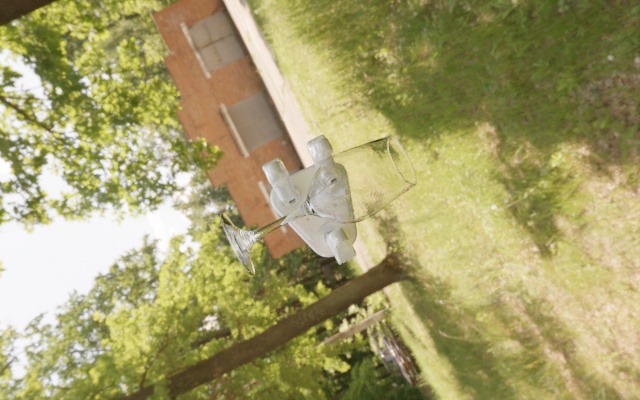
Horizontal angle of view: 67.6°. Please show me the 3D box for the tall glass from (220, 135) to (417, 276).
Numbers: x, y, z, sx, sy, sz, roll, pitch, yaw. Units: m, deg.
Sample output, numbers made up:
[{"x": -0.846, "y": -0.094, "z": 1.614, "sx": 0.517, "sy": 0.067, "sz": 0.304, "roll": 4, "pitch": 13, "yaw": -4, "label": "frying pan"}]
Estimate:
[{"x": 0.000, "y": 0.002, "z": 0.513, "sx": 0.201, "sy": 0.079, "sz": 0.079, "roll": -27, "pitch": 1, "yaw": -3, "label": "tall glass"}]
